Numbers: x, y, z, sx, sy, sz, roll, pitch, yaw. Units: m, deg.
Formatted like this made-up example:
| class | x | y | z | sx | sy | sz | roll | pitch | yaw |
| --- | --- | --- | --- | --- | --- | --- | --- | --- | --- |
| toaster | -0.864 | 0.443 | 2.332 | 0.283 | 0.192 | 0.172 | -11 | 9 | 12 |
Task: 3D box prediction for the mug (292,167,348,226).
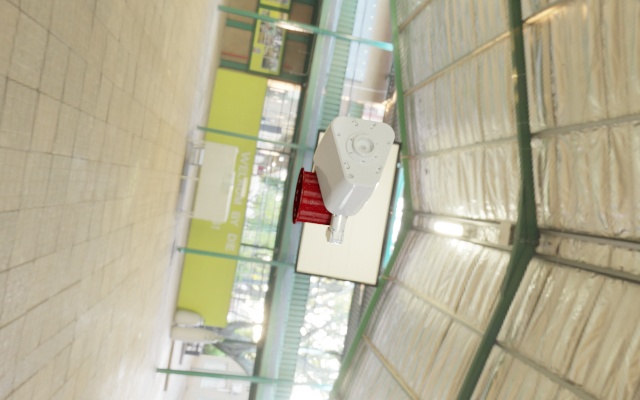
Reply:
| class | x | y | z | sx | sy | sz | roll | pitch | yaw |
| --- | --- | --- | --- | --- | --- | --- | --- | --- | --- |
| mug | 0.000 | 0.003 | 0.782 | 0.081 | 0.093 | 0.117 | 9 | -23 | -9 |
